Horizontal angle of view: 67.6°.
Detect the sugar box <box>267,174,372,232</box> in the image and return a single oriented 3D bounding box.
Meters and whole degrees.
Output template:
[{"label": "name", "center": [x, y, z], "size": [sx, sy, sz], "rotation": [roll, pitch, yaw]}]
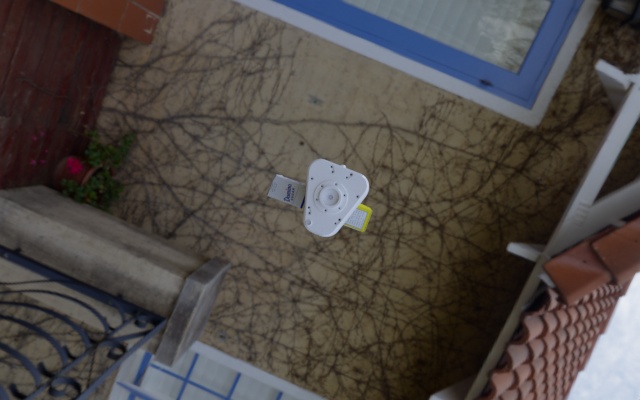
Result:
[{"label": "sugar box", "center": [0.000, 0.002, 0.838], "size": [0.176, 0.048, 0.093], "rotation": [23, 2, 2]}]
